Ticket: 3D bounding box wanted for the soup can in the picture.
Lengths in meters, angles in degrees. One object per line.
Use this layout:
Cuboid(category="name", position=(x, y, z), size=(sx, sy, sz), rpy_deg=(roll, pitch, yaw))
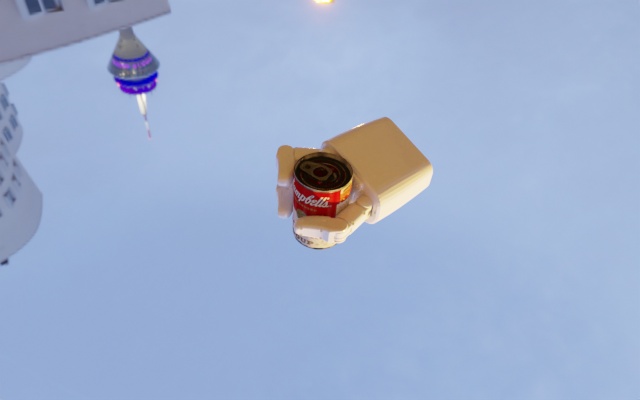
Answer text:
Cuboid(category="soup can", position=(0.000, 0.002, 0.576), size=(0.068, 0.102, 0.068), rpy_deg=(3, 45, -3))
